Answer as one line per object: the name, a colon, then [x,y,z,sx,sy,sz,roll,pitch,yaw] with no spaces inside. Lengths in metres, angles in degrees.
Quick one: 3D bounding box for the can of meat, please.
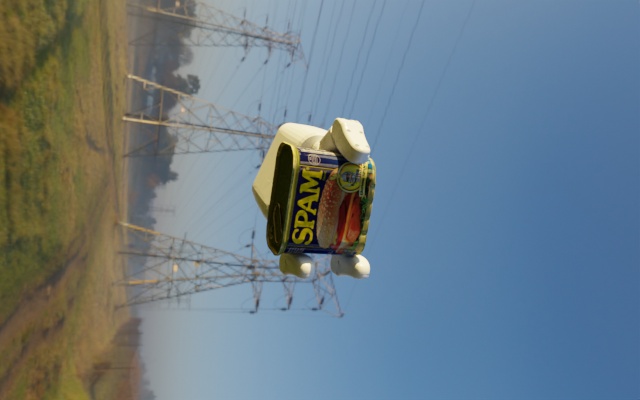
can of meat: [0.000,0.001,0.450,0.084,0.102,0.057,5,11,-21]
